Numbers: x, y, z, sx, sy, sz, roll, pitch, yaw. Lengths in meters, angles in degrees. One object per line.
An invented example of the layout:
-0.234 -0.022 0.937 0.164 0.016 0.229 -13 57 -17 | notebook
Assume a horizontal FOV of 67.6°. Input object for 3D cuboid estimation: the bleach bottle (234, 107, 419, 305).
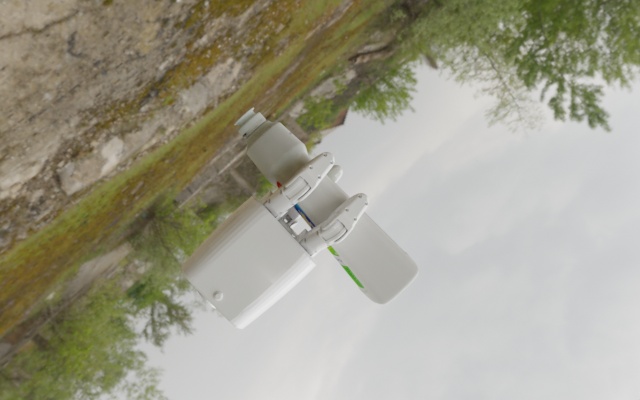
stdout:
0.000 0.002 0.535 0.068 0.251 0.102 -43 8 -4 | bleach bottle
